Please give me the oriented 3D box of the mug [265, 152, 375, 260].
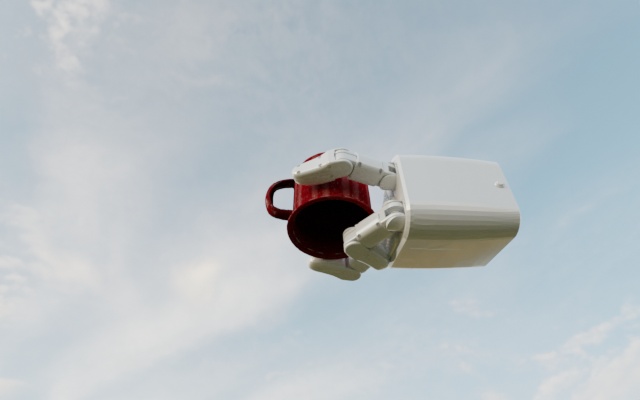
[{"bbox_3d":[-0.001,0.001,0.507,0.117,0.093,0.081,3,43,-4],"label":"mug"}]
